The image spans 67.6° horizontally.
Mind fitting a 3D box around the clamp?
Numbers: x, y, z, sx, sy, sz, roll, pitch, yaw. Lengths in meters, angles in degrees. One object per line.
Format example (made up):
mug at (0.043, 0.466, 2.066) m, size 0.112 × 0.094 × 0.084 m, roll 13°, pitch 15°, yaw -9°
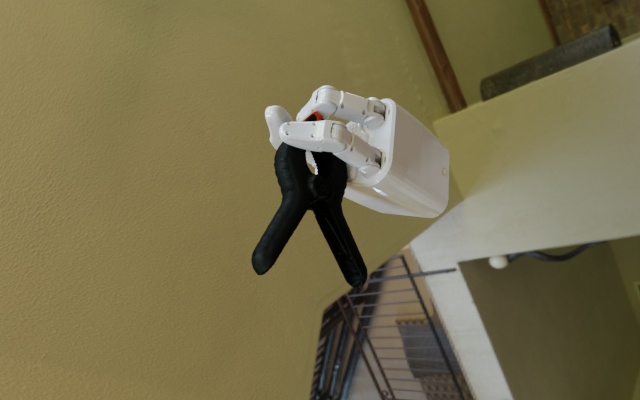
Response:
clamp at (0.000, 0.001, 0.451) m, size 0.120 × 0.171 × 0.039 m, roll 27°, pitch -31°, yaw -36°
